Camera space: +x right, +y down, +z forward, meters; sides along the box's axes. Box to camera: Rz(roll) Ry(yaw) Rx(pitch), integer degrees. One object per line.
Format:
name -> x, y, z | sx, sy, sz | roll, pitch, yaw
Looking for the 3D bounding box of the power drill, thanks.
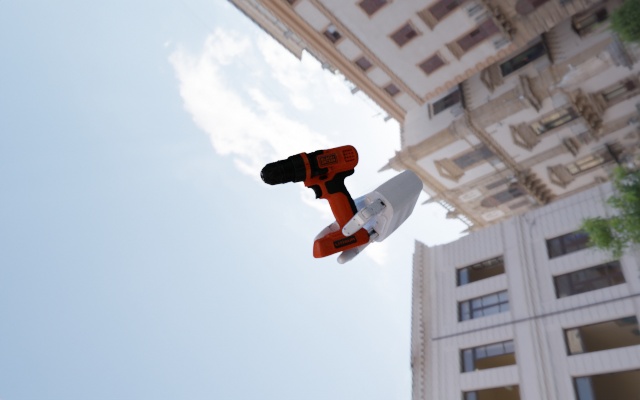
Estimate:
power drill -> 0.000, 0.003, 0.839 | 0.184, 0.187, 0.057 | -15, 0, -18
